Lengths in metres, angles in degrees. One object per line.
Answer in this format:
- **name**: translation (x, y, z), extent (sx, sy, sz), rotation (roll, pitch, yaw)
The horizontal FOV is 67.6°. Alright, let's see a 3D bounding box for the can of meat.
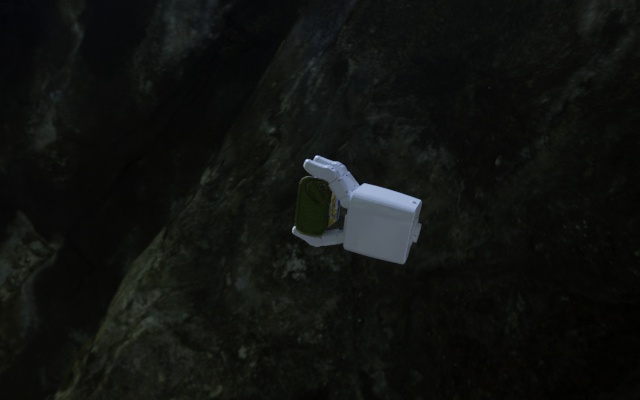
- **can of meat**: translation (0.000, 0.003, 0.830), extent (0.057, 0.102, 0.084), rotation (12, 16, 17)
